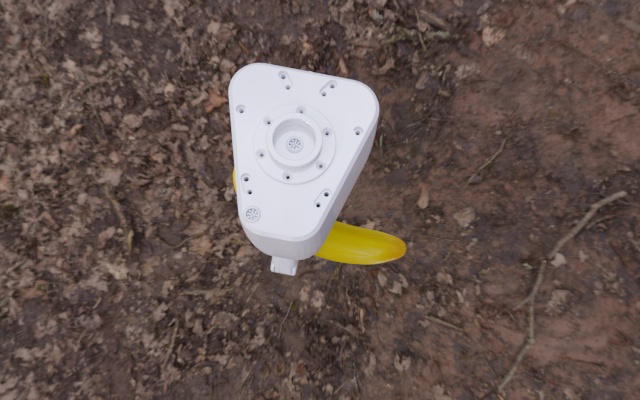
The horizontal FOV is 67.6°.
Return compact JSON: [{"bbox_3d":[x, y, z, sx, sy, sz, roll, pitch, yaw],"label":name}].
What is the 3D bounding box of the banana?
[{"bbox_3d":[-0.013,0.014,0.459,0.198,0.069,0.037,35,-19,6],"label":"banana"}]
